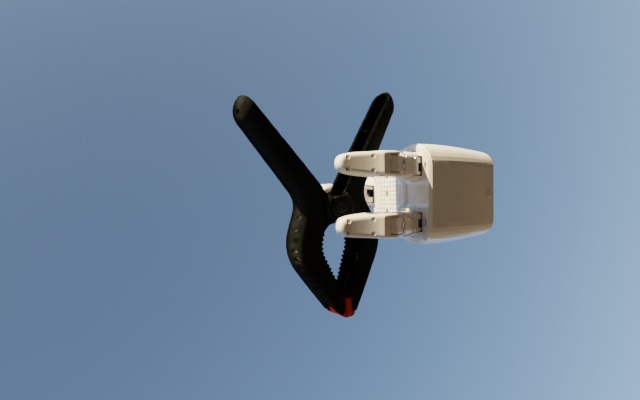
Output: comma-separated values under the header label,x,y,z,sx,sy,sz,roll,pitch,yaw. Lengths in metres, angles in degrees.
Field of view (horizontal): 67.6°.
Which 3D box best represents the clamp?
label,x,y,z,sx,sy,sz,roll,pitch,yaw
clamp,0.000,0.002,0.429,0.164,0.210,0.036,-1,2,-32
